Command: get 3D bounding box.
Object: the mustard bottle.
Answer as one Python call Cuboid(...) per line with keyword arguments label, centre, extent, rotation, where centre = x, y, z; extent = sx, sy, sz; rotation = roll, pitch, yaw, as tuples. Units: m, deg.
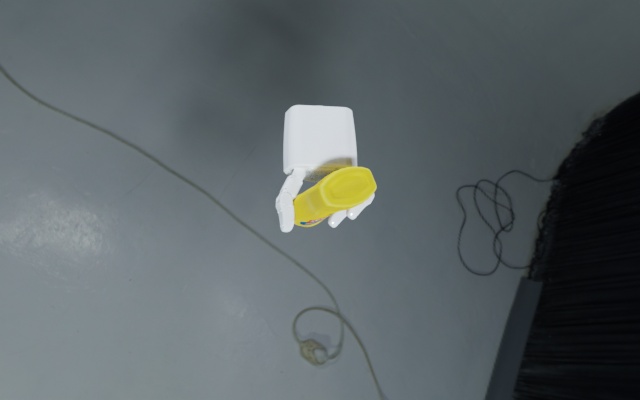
Cuboid(label="mustard bottle", centre=(0.000, 0.003, 0.754), extent=(0.096, 0.058, 0.192), rotation=(-22, -3, -30))
